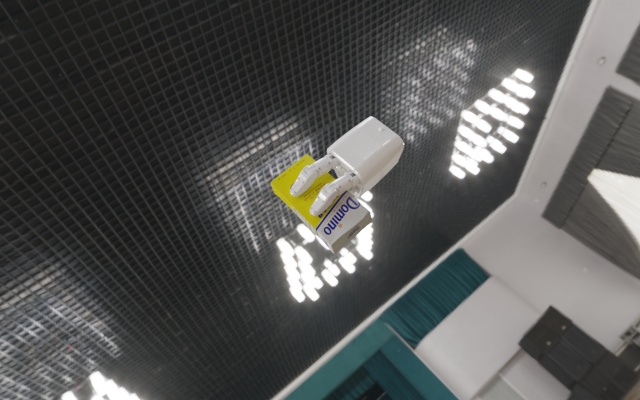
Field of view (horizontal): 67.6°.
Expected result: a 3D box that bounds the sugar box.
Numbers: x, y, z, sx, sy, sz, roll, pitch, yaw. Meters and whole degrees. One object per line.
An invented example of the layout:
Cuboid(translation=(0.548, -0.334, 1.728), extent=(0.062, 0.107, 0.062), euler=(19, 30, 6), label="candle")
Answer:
Cuboid(translation=(0.000, 0.002, 0.855), extent=(0.176, 0.093, 0.048), euler=(43, -14, 30), label="sugar box")
